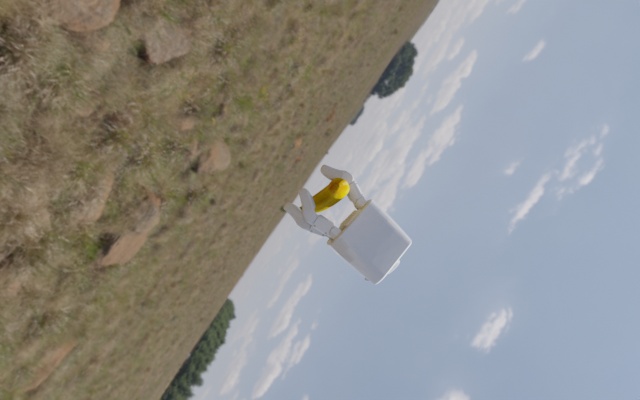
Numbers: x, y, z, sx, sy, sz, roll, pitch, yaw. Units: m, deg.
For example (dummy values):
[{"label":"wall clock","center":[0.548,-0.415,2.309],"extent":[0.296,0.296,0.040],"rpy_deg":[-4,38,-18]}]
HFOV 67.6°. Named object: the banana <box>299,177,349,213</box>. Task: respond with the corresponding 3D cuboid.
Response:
[{"label":"banana","center":[0.012,-0.006,0.841],"extent":[0.069,0.037,0.198],"rpy_deg":[-35,-1,-28]}]
